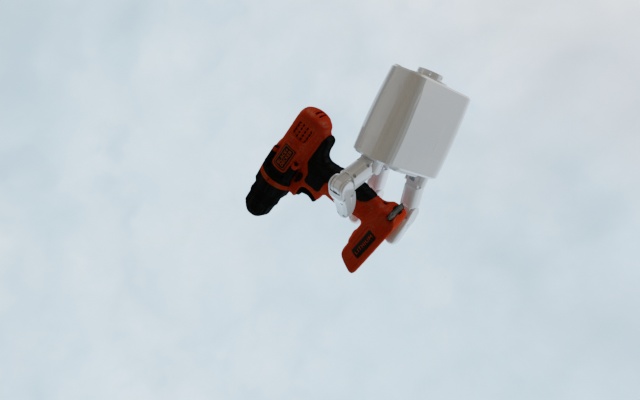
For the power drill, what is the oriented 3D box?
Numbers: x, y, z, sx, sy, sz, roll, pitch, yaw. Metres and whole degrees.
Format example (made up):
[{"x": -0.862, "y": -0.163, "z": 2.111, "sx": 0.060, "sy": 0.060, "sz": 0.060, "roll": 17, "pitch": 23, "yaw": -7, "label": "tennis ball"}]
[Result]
[{"x": 0.001, "y": 0.002, "z": 0.615, "sx": 0.184, "sy": 0.187, "sz": 0.057, "roll": -52, "pitch": -8, "yaw": 35, "label": "power drill"}]
